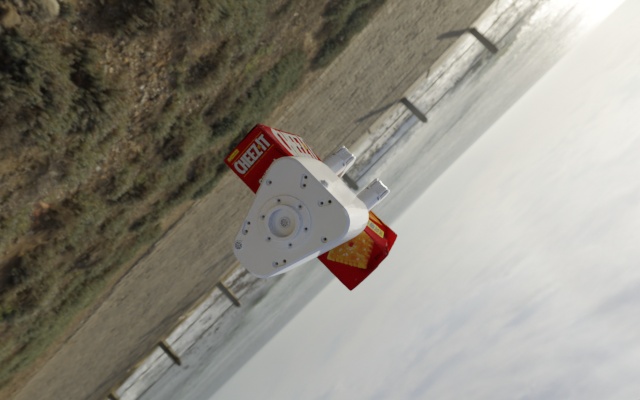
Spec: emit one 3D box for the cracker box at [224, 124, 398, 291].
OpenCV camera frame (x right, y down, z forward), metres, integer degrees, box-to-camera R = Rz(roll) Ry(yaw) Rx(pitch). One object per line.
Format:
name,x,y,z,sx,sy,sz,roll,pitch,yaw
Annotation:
cracker box,0.000,0.002,0.615,0.072,0.213,0.164,-46,-8,11
